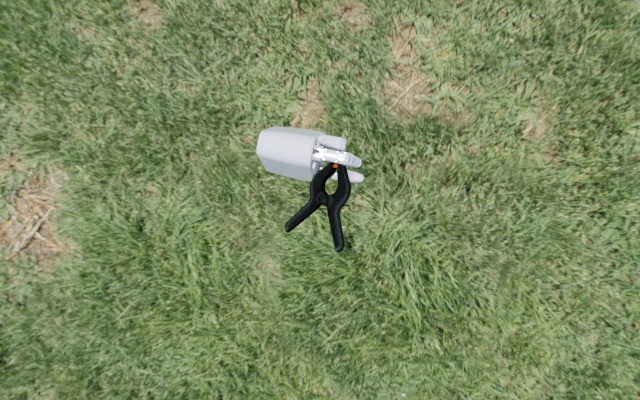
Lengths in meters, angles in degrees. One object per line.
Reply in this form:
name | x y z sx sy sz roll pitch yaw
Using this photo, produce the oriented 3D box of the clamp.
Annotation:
clamp | 0.000 0.003 0.893 0.120 0.171 0.039 11 -1 11
